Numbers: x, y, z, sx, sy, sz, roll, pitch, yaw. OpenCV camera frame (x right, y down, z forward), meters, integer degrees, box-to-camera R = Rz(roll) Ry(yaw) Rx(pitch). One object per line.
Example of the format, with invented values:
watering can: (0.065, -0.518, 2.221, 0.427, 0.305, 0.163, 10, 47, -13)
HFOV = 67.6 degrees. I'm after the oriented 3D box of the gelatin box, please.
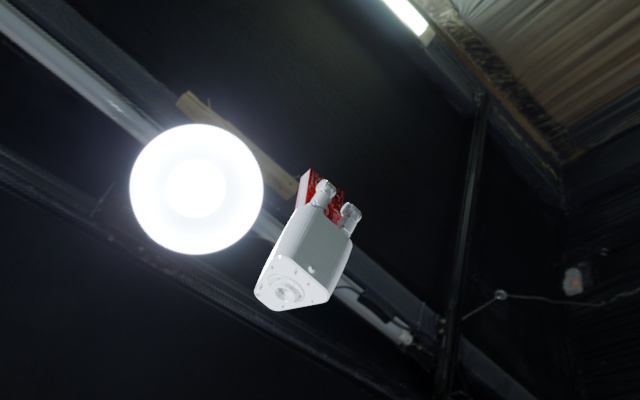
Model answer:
gelatin box: (0.000, 0.002, 0.756, 0.073, 0.089, 0.030, 33, -52, -23)
